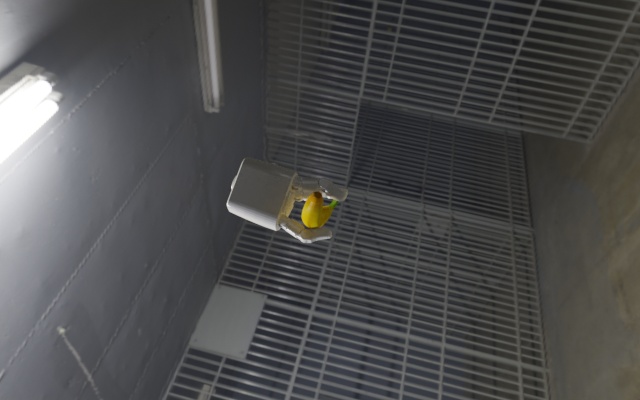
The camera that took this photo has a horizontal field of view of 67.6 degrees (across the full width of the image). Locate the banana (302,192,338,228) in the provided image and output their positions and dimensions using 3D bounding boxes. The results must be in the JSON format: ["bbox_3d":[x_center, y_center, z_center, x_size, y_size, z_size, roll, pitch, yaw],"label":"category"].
[{"bbox_3d":[-0.008,0.020,0.883,0.037,0.069,0.198,26,1,9],"label":"banana"}]
